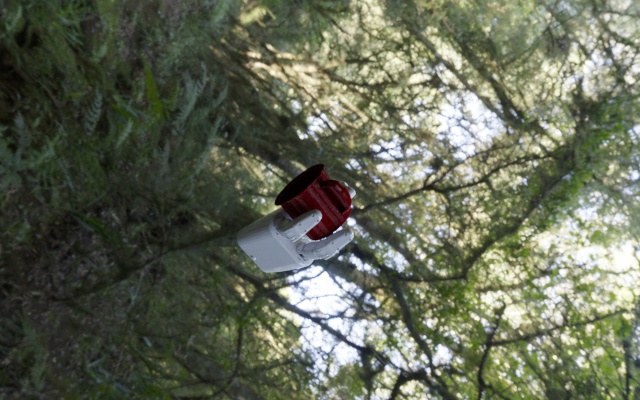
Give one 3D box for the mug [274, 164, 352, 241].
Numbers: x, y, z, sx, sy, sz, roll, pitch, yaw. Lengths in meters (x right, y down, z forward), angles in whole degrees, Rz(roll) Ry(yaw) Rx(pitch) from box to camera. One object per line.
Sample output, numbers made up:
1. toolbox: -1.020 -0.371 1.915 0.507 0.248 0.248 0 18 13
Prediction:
1. mug: 0.001 0.002 0.704 0.117 0.081 0.093 -21 25 46
